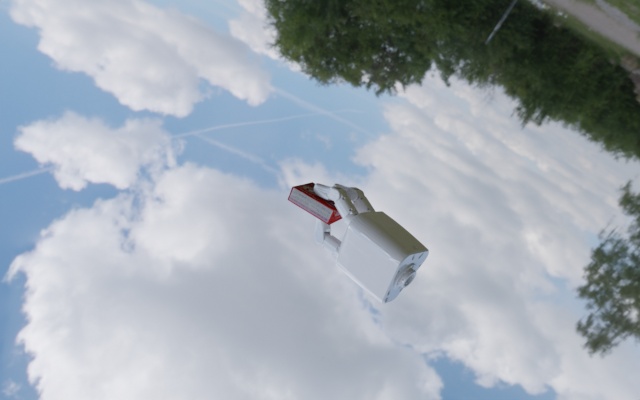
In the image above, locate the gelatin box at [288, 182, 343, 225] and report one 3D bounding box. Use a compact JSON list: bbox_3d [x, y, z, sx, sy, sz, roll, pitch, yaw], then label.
[{"bbox_3d":[0.000,0.003,0.816,0.089,0.030,0.073,30,20,19],"label":"gelatin box"}]
